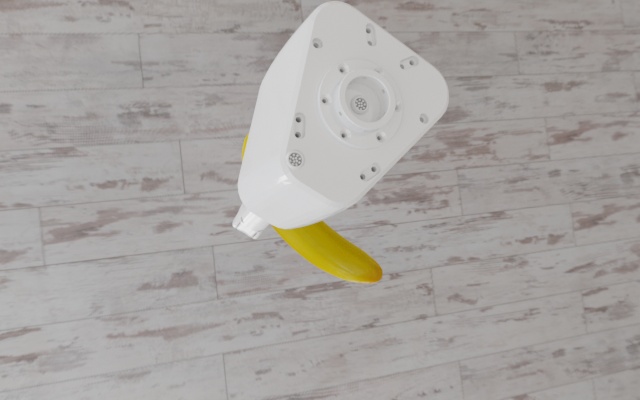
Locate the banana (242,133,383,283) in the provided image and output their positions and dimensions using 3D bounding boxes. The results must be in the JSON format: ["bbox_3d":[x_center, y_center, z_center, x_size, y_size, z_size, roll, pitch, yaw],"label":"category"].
[{"bbox_3d":[-0.015,0.009,0.437,0.069,0.198,0.037,-36,5,-26],"label":"banana"}]
